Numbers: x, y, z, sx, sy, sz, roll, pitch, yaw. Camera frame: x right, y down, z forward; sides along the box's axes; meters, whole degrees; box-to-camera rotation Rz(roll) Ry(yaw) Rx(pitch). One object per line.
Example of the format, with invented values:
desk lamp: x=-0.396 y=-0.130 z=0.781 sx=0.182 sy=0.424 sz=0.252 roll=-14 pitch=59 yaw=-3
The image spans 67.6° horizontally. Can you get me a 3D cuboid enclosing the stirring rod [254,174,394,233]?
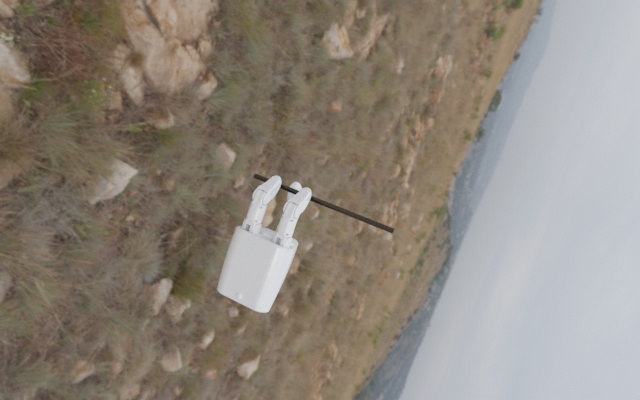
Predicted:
stirring rod: x=0.000 y=0.002 z=0.737 sx=0.239 sy=0.011 sz=0.011 roll=22 pitch=7 yaw=18
